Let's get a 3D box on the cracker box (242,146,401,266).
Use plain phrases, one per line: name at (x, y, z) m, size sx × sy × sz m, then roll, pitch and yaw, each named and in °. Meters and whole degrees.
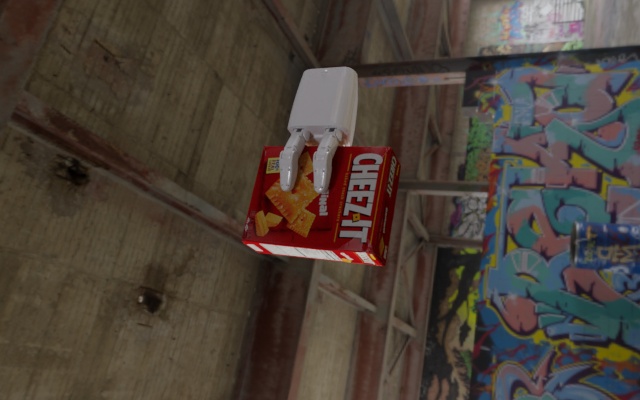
cracker box at (0.000, 0.002, 0.722) m, size 0.213 × 0.164 × 0.072 m, roll 3°, pitch -20°, yaw 24°
